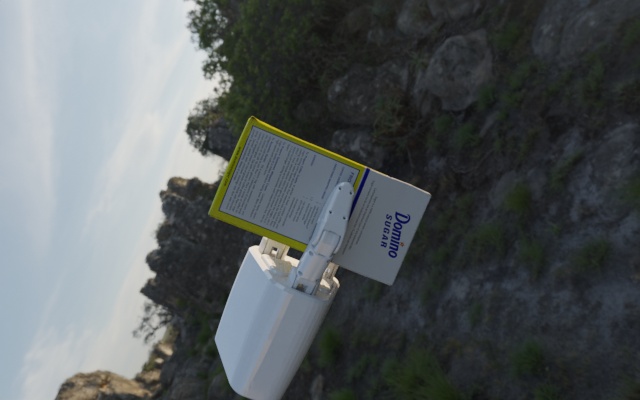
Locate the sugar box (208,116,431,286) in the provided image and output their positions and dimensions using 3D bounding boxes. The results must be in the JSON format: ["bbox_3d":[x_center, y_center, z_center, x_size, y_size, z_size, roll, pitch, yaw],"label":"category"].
[{"bbox_3d":[0.000,0.001,0.433,0.176,0.093,0.048,23,4,-11],"label":"sugar box"}]
